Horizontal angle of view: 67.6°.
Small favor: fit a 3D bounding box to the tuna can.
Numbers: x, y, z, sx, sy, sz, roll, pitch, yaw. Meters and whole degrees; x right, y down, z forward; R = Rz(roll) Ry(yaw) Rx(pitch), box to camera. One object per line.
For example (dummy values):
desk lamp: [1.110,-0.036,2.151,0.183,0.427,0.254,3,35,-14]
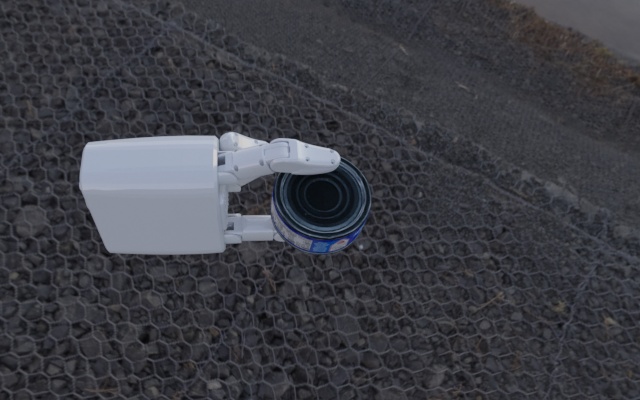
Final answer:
tuna can: [0.000,0.001,0.413,0.086,0.086,0.034,0,-28,-10]
